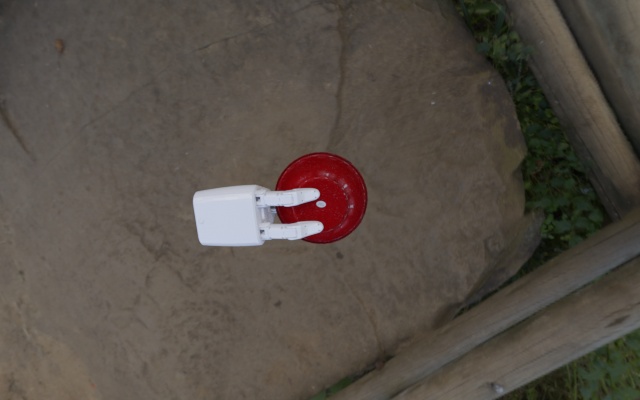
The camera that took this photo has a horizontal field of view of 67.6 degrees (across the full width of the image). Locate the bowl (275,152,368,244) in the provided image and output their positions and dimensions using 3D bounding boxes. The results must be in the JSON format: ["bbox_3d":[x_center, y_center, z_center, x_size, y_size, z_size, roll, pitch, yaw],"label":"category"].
[{"bbox_3d":[0.001,0.002,0.796,0.162,0.162,0.055,0,12,1],"label":"bowl"}]
